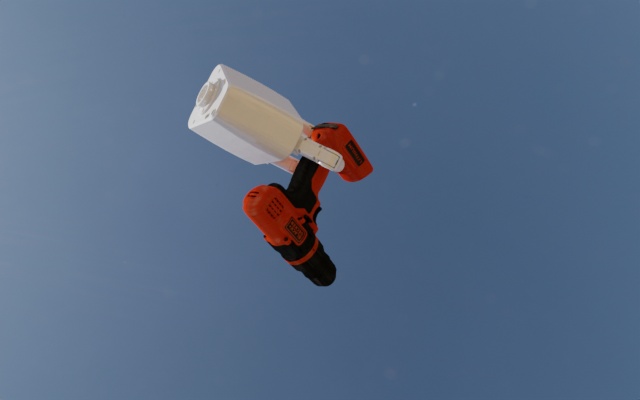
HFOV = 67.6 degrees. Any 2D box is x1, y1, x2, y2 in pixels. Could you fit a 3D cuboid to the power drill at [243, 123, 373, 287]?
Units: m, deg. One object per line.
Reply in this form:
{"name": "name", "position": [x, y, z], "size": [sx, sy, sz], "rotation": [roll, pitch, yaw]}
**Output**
{"name": "power drill", "position": [0.000, 0.002, 0.651], "size": [0.057, 0.187, 0.184], "rotation": [4, -38, 43]}
